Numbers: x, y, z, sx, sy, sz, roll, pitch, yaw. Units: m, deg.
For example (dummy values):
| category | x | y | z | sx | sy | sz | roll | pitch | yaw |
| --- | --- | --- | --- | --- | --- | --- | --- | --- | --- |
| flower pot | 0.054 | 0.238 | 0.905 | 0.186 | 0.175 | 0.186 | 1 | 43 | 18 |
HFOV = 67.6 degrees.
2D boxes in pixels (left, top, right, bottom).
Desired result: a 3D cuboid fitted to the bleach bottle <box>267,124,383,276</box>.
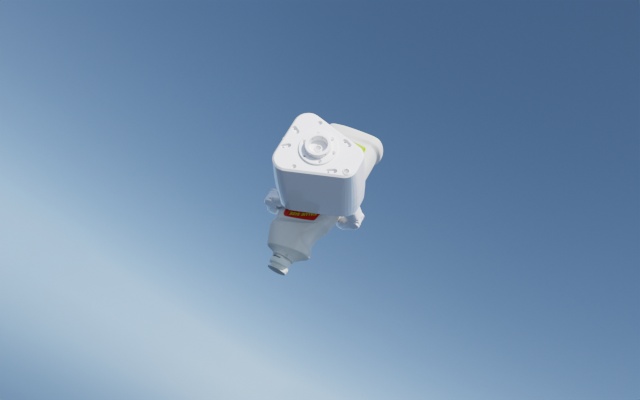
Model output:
| category | x | y | z | sx | sy | sz | roll | pitch | yaw |
| --- | --- | --- | --- | --- | --- | --- | --- | --- | --- |
| bleach bottle | 0.000 | 0.002 | 0.731 | 0.102 | 0.250 | 0.068 | 22 | -23 | 16 |
